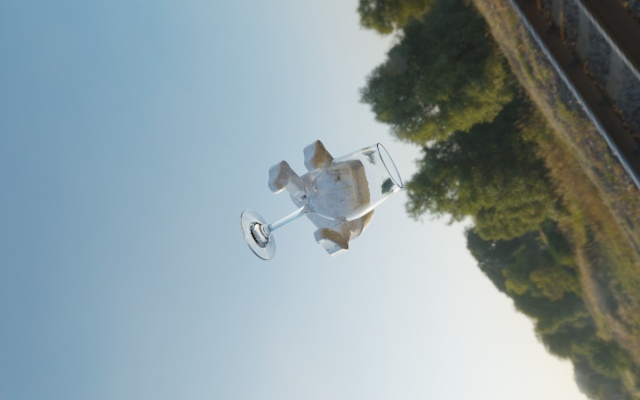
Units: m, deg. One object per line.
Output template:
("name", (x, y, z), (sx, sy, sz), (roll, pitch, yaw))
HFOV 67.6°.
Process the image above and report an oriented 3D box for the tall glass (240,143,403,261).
("tall glass", (0.000, 0.002, 0.600), (0.201, 0.079, 0.079), (-28, -10, 20))
